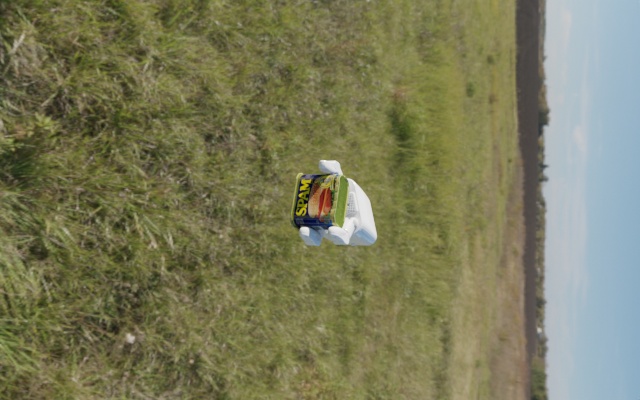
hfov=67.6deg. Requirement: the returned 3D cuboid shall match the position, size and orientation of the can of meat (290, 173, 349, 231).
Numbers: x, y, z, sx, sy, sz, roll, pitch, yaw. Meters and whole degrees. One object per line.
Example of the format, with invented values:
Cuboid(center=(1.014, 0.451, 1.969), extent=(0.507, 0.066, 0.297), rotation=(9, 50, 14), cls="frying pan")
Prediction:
Cuboid(center=(0.000, 0.003, 0.844), extent=(0.084, 0.102, 0.057), rotation=(0, -21, 24), cls="can of meat")
